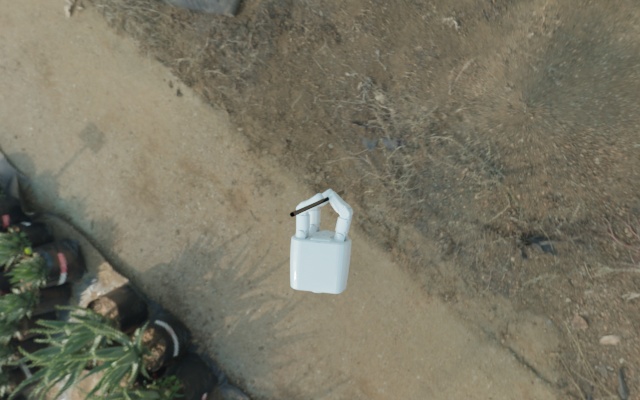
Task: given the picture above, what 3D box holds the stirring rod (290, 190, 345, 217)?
[{"bbox_3d":[0.000,0.003,0.890,0.011,0.011,0.239,0,10,23],"label":"stirring rod"}]
